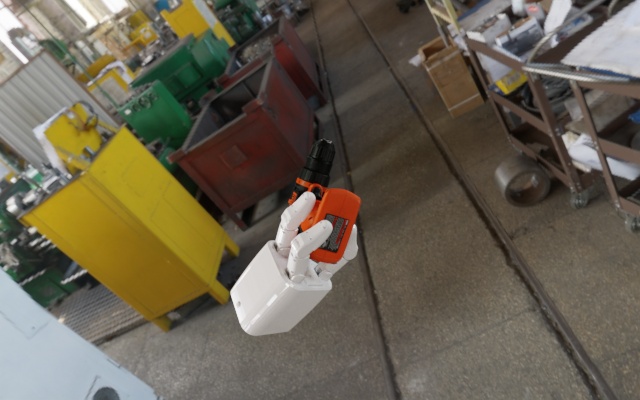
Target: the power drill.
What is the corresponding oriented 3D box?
[{"bbox_3d":[0.000,0.003,0.722,0.057,0.184,0.187,15,8,-17],"label":"power drill"}]
